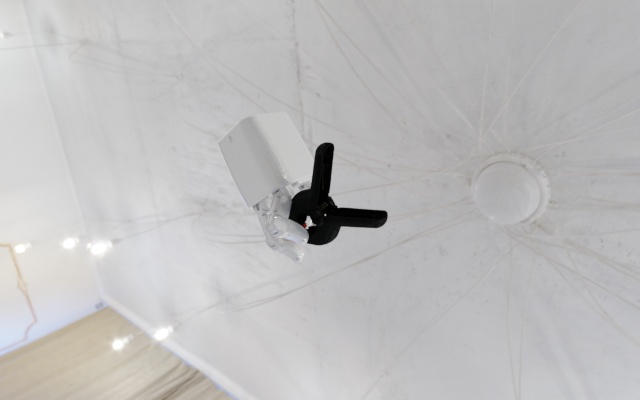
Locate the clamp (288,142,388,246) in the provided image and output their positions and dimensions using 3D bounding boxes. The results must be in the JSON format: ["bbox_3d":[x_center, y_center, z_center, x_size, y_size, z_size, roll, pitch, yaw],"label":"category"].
[{"bbox_3d":[0.000,0.002,0.616,0.039,0.120,0.171,-27,-1,-42],"label":"clamp"}]
